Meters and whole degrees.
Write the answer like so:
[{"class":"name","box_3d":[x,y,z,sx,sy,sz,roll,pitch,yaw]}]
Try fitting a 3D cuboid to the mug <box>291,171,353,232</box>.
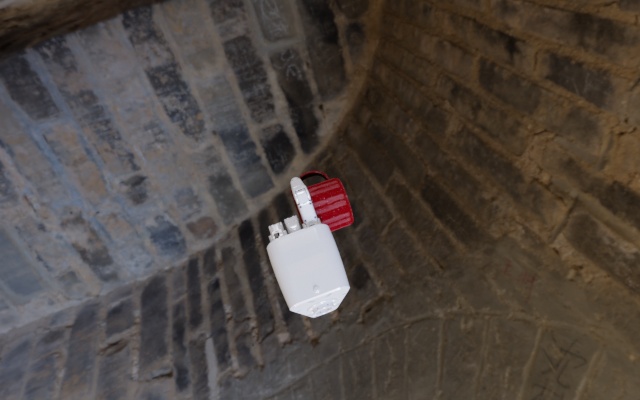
[{"class":"mug","box_3d":[0.000,0.001,0.792,0.081,0.117,0.093,-19,-26,-4]}]
